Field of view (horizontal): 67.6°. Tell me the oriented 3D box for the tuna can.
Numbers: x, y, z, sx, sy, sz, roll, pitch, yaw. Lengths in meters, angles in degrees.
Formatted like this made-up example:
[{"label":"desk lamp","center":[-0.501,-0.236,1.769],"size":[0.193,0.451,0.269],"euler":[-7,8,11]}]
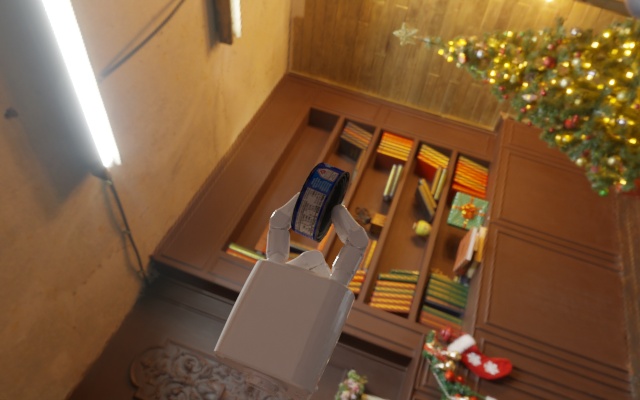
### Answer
[{"label":"tuna can","center":[0.000,0.001,0.532],"size":[0.034,0.086,0.086],"euler":[23,5,11]}]
